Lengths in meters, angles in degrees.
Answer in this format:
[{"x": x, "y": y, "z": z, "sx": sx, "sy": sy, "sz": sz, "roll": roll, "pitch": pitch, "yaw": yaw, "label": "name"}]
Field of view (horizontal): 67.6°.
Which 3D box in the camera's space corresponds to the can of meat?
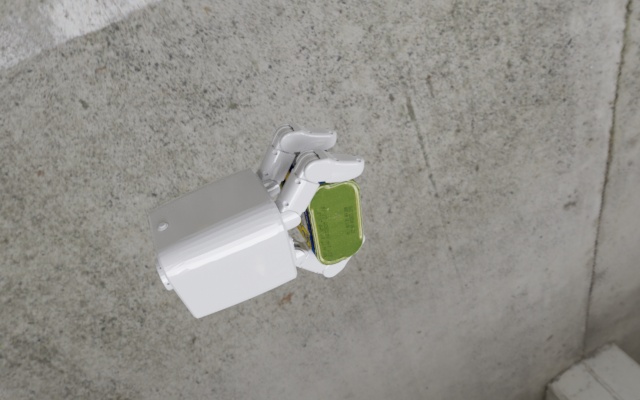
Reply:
[{"x": 0.000, "y": 0.002, "z": 0.476, "sx": 0.057, "sy": 0.102, "sz": 0.084, "roll": -20, "pitch": 39, "yaw": -14, "label": "can of meat"}]
